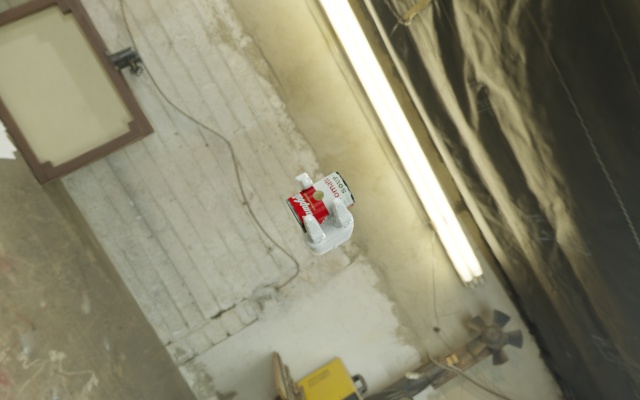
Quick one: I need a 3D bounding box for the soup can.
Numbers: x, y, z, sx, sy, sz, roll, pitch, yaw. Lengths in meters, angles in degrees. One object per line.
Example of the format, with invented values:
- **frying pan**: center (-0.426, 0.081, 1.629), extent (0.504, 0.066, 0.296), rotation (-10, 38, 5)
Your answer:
- **soup can**: center (0.000, 0.002, 0.827), extent (0.102, 0.068, 0.068), rotation (-30, 3, -5)
